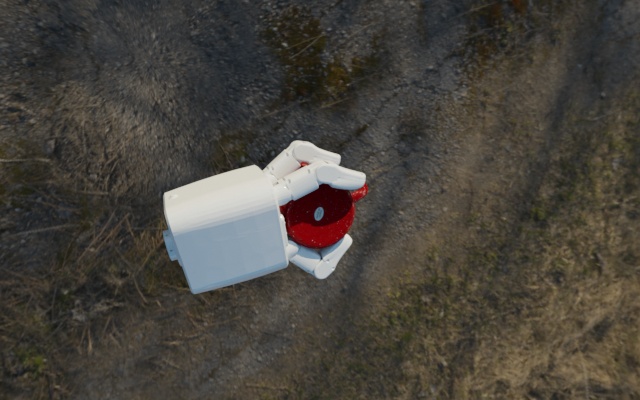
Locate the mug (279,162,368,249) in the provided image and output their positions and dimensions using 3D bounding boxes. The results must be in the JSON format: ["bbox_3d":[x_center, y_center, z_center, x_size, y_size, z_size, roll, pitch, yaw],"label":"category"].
[{"bbox_3d":[0.002,0.002,0.553,0.117,0.093,0.081,-17,21,-13],"label":"mug"}]
